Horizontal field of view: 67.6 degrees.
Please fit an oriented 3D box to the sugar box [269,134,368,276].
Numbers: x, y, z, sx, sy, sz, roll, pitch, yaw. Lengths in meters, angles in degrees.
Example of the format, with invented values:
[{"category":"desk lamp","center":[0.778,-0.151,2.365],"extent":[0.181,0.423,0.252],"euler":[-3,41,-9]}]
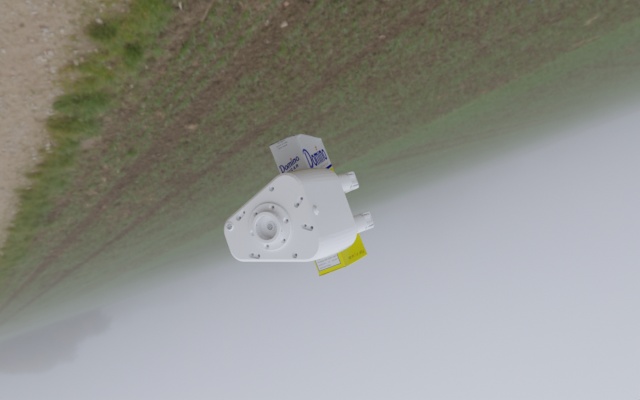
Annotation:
[{"category":"sugar box","center":[0.001,0.002,0.623],"extent":[0.048,0.176,0.093],"euler":[-21,-4,21]}]
